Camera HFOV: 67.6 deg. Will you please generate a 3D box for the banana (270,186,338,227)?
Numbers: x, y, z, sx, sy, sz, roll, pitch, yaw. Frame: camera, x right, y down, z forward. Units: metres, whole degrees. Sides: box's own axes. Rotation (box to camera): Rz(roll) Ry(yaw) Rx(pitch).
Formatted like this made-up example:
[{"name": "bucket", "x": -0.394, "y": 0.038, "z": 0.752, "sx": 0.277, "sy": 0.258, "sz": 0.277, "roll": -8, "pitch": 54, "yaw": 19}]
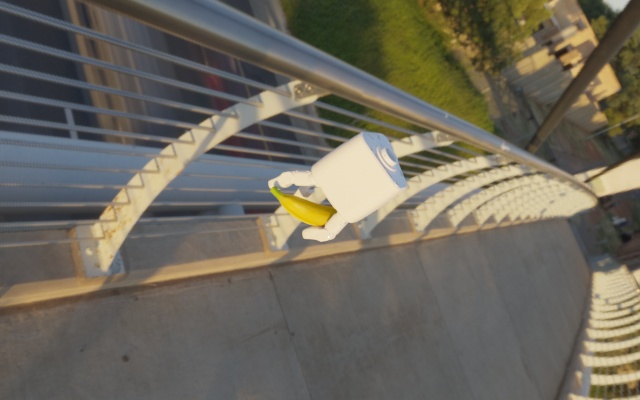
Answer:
[{"name": "banana", "x": 0.003, "y": 0.017, "z": 0.834, "sx": 0.198, "sy": 0.069, "sz": 0.037, "roll": 16, "pitch": -47, "yaw": -44}]
